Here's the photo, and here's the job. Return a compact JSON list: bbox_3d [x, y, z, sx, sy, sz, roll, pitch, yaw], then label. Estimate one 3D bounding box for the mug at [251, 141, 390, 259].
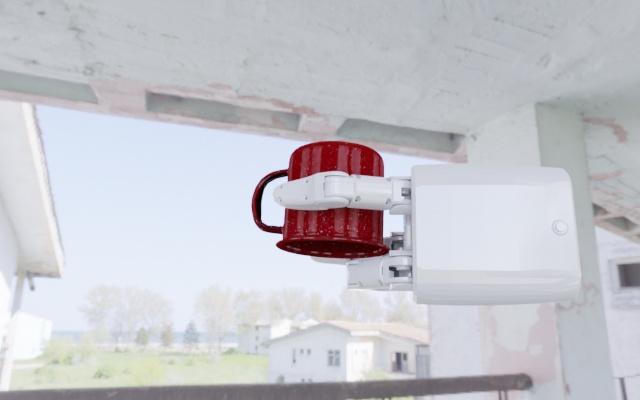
[{"bbox_3d":[-0.001,0.001,0.401,0.117,0.081,0.093,1,-15,8],"label":"mug"}]
